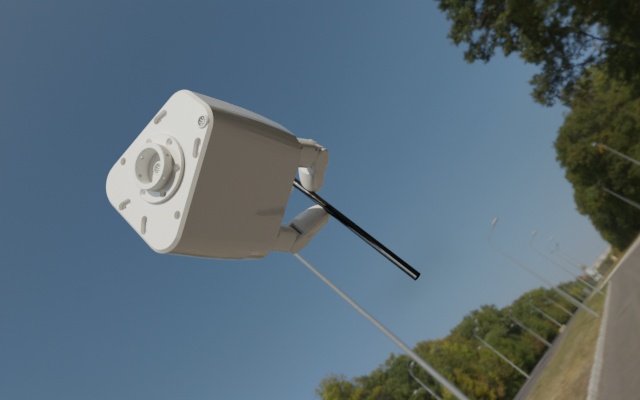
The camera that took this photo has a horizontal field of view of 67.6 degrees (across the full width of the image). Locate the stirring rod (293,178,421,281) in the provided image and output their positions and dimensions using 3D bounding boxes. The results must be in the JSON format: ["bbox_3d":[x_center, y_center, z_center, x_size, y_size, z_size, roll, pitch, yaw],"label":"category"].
[{"bbox_3d":[0.000,0.002,0.469,0.239,0.011,0.011,38,20,28],"label":"stirring rod"}]
